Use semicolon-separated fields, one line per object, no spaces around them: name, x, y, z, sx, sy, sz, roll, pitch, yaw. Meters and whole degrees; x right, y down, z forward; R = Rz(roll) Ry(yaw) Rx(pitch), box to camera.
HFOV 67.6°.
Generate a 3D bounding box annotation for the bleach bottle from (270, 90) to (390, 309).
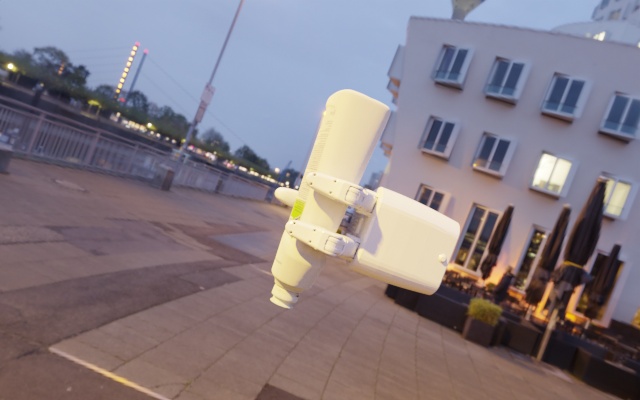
bleach bottle;0.000;0.002;0.558;0.068;0.251;0.102;22;0;-11
